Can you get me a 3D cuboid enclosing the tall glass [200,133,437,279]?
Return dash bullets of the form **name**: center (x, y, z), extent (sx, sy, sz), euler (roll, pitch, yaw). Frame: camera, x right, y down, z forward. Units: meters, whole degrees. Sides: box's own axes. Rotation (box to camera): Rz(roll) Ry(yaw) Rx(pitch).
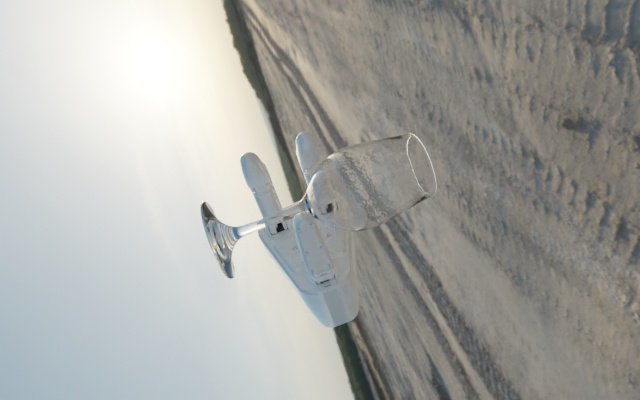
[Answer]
- **tall glass**: center (-0.001, 0.002, 0.435), extent (0.201, 0.079, 0.079), euler (-21, 1, -2)
